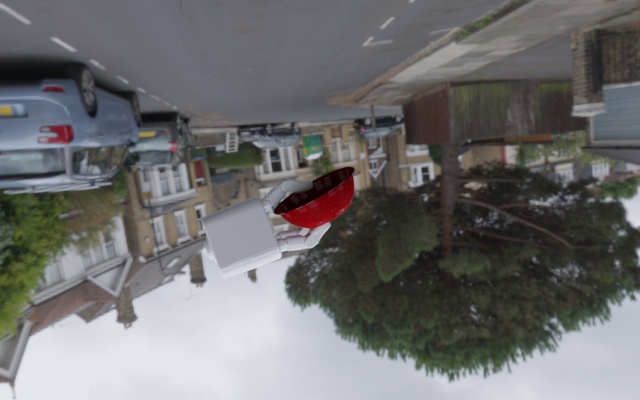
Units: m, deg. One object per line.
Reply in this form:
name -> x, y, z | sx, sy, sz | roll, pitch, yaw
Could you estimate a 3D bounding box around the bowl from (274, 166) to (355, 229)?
bowl -> 0.002, 0.002, 0.841 | 0.162, 0.055, 0.162 | -28, 13, 7
